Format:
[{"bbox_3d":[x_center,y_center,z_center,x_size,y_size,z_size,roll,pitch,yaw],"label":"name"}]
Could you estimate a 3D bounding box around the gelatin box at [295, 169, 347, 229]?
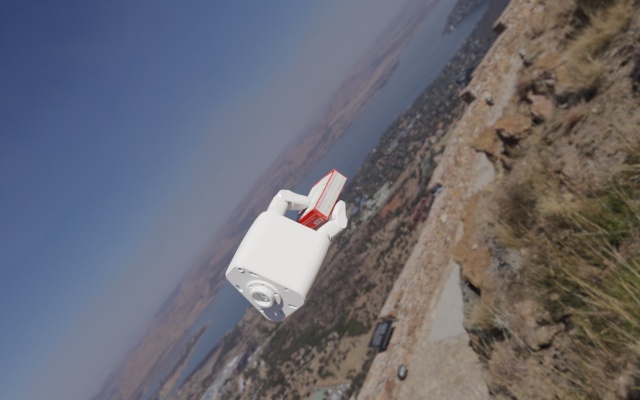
[{"bbox_3d":[0.000,0.002,0.763,0.030,0.089,0.073,34,-34,-12],"label":"gelatin box"}]
